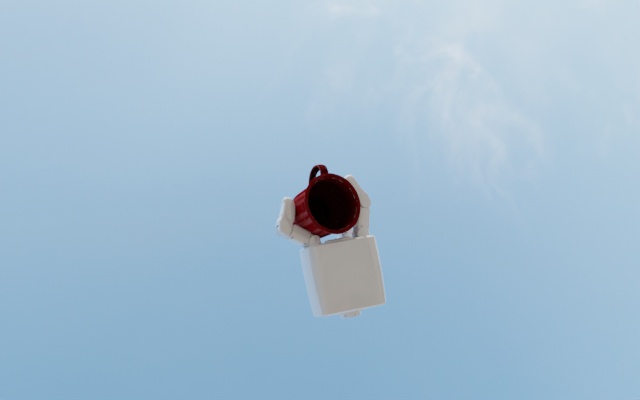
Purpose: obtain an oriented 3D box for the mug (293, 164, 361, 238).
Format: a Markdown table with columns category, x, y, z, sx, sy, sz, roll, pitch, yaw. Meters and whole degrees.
| category | x | y | z | sx | sy | sz | roll | pitch | yaw |
| --- | --- | --- | --- | --- | --- | --- | --- | --- | --- |
| mug | 0.000 | 0.001 | 0.742 | 0.093 | 0.117 | 0.081 | -4 | -13 | -27 |
